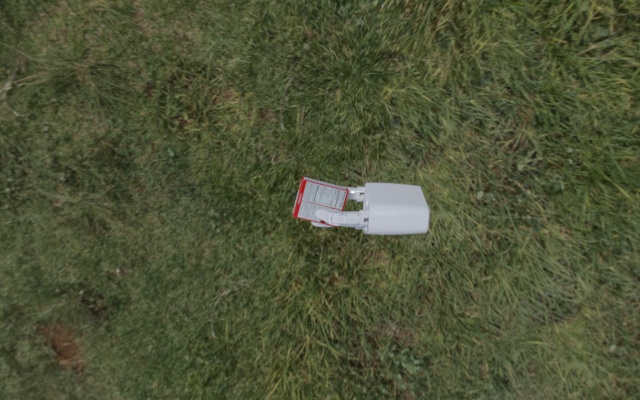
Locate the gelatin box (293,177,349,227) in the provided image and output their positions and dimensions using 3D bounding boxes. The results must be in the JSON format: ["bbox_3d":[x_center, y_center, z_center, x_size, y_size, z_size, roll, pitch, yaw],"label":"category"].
[{"bbox_3d":[0.000,0.003,0.877,0.089,0.073,0.030,13,14,-8],"label":"gelatin box"}]
